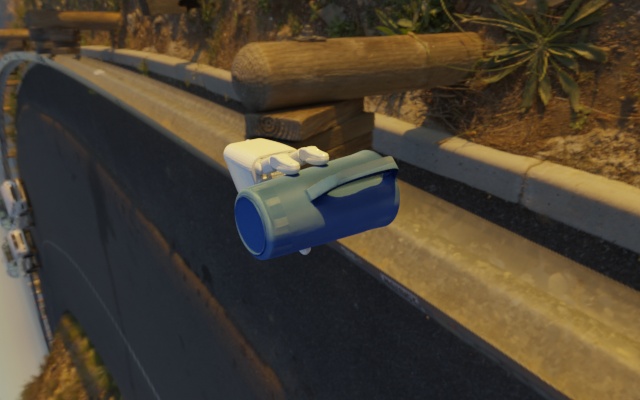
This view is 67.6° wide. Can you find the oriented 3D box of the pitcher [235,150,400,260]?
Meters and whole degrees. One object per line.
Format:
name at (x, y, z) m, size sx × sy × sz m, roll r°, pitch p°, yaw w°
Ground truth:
pitcher at (0.000, 0.002, 0.736) m, size 0.243 × 0.149 × 0.145 m, roll -17°, pitch 29°, yaw -34°
